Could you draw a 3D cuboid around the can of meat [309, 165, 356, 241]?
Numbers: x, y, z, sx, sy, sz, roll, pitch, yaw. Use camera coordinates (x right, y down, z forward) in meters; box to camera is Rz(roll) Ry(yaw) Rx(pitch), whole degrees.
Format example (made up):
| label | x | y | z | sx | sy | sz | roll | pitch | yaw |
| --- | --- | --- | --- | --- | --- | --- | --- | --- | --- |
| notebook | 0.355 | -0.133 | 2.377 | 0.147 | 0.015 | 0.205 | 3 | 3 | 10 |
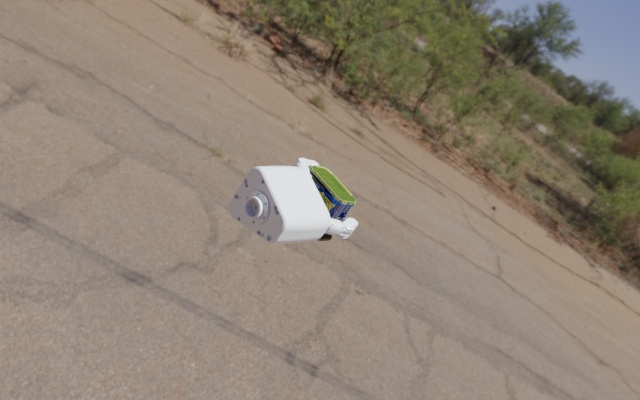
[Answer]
| label | x | y | z | sx | sy | sz | roll | pitch | yaw |
| --- | --- | --- | --- | --- | --- | --- | --- | --- | --- |
| can of meat | 0.000 | 0.002 | 0.799 | 0.057 | 0.084 | 0.102 | 3 | 39 | -51 |
